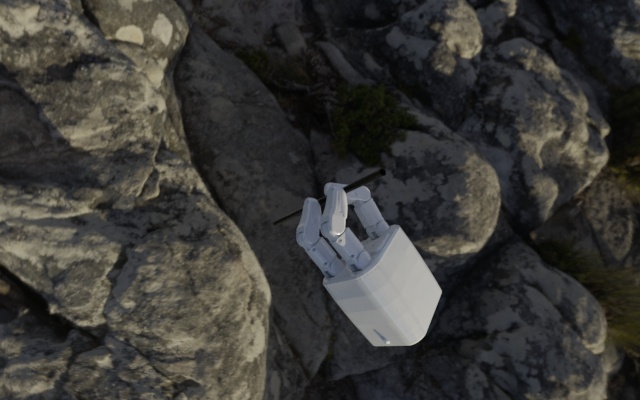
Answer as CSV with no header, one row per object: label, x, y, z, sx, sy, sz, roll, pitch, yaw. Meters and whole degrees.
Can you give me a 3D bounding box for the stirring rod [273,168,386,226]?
stirring rod,0.000,0.002,0.587,0.011,0.011,0.239,0,-15,-33
